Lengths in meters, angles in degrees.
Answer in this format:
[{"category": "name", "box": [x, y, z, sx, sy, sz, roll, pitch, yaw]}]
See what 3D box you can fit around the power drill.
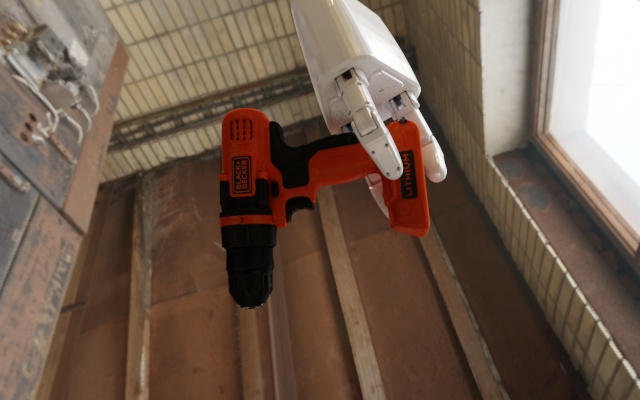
[{"category": "power drill", "box": [0.001, 0.001, 0.436, 0.187, 0.184, 0.057, -4, -6, 2]}]
